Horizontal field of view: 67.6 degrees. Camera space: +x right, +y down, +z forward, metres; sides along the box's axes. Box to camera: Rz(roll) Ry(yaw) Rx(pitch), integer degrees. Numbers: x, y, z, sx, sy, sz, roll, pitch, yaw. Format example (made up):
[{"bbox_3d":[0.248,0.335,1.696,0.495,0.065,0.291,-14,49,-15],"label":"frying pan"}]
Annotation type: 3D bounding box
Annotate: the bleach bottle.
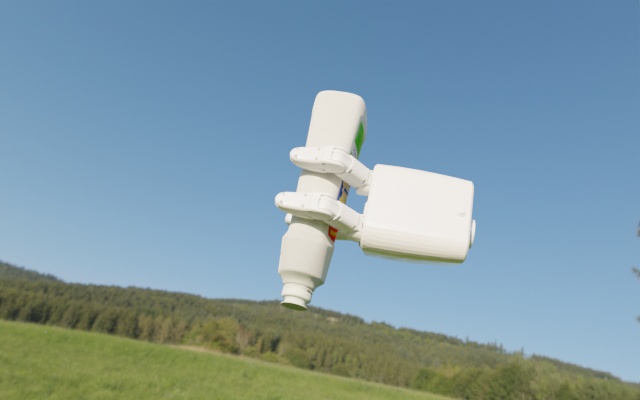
[{"bbox_3d":[0.000,0.002,0.545,0.068,0.250,0.103,9,-26,9],"label":"bleach bottle"}]
